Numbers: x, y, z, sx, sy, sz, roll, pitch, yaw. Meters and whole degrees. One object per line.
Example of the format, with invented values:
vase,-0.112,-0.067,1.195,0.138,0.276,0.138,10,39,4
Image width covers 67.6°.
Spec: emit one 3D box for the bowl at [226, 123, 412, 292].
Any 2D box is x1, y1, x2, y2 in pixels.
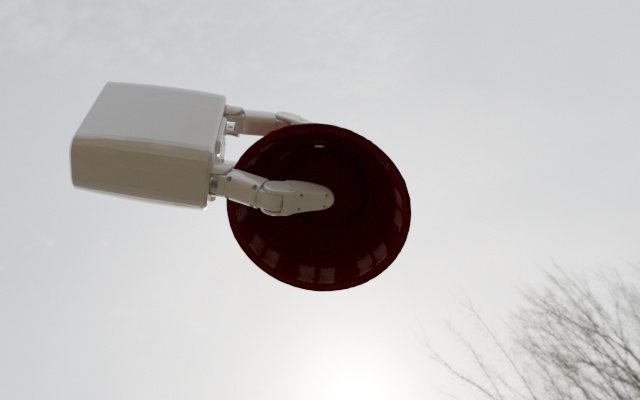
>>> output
bowl,0.001,0.002,0.434,0.162,0.162,0.055,0,25,9
